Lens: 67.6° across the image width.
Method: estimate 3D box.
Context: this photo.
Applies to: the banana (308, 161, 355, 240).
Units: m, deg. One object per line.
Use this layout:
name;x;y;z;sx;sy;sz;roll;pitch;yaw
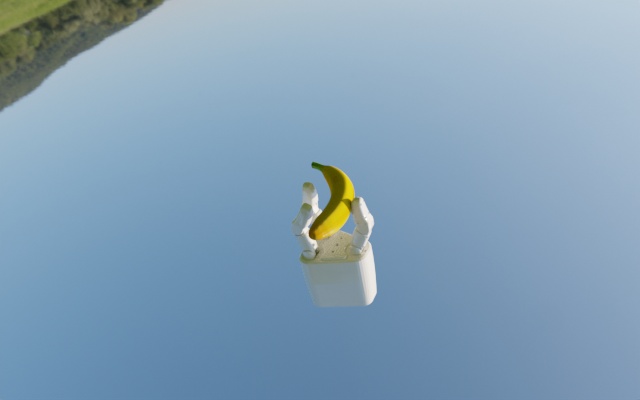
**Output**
banana;0.019;-0.001;0.737;0.069;0.037;0.197;-4;33;3
